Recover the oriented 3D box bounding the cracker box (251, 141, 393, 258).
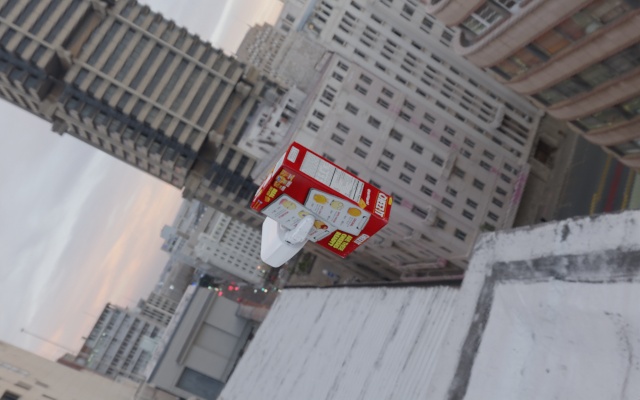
[{"bbox_3d":[0.000,0.003,0.884,0.214,0.072,0.164,29,-38,-12],"label":"cracker box"}]
